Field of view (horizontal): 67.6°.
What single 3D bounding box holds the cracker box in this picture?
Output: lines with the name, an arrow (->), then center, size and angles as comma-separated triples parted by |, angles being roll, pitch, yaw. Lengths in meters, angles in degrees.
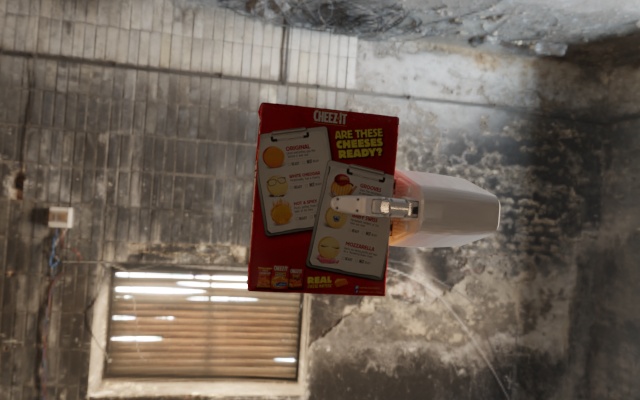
cracker box -> 0.000, 0.002, 0.574 | 0.164, 0.213, 0.072 | 4, 0, -12
